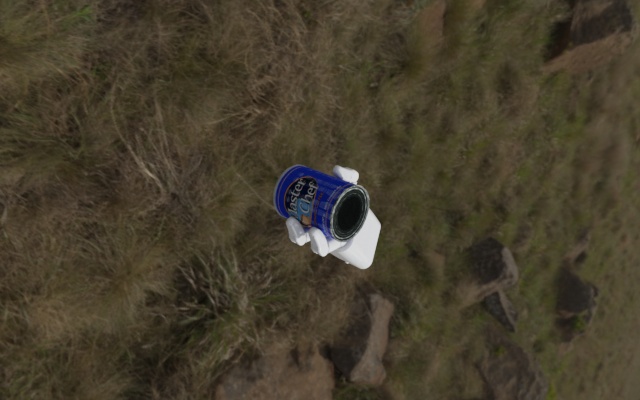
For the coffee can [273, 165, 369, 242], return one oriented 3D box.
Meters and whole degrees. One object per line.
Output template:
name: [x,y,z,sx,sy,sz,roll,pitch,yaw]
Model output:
coffee can: [0.000,0.003,0.845,0.140,0.103,0.103,22,14,38]
